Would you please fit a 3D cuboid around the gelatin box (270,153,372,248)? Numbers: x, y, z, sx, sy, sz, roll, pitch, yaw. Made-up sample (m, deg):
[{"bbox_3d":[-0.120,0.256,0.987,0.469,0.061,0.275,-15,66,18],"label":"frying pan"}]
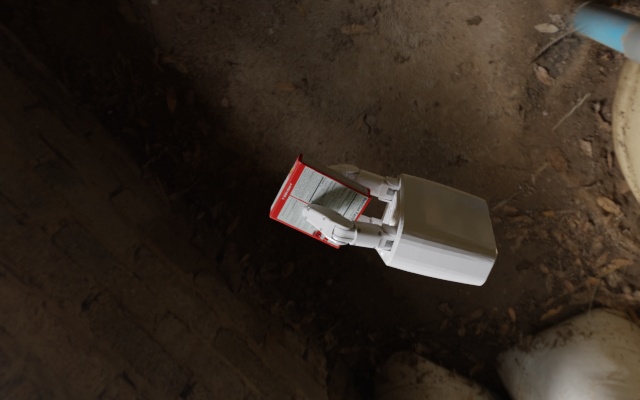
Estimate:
[{"bbox_3d":[0.000,0.002,0.521,0.089,0.073,0.030,26,23,-12],"label":"gelatin box"}]
